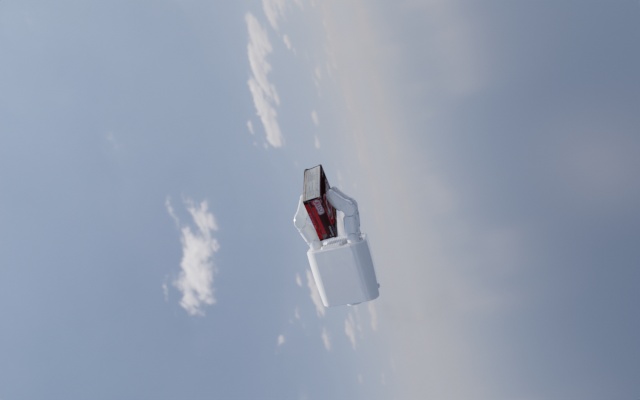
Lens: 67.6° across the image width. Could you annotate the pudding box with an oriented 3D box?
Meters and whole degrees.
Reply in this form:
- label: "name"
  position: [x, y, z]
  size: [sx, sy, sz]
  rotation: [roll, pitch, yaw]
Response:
- label: "pudding box"
  position: [0.000, 0.003, 0.849]
  size: [0.039, 0.090, 0.113]
  rotation: [-16, 32, 8]
